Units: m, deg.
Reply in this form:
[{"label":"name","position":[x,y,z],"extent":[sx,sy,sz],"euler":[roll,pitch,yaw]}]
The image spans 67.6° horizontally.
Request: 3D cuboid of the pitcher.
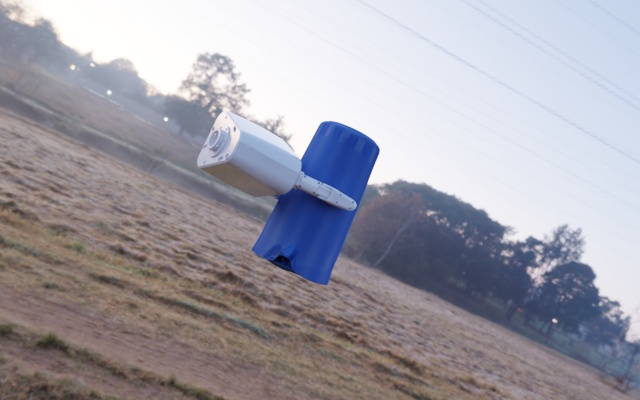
[{"label":"pitcher","position":[0.000,0.002,0.774],"extent":[0.145,0.243,0.149],"euler":[27,-2,-35]}]
